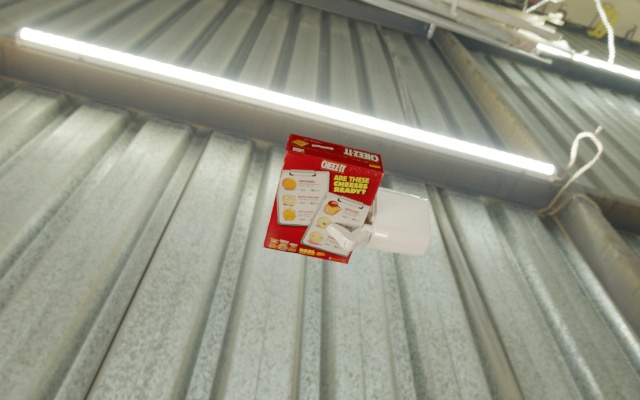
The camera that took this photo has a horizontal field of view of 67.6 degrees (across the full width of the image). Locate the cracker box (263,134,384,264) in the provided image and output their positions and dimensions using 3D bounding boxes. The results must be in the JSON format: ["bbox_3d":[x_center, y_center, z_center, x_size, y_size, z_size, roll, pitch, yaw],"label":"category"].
[{"bbox_3d":[0.000,0.003,0.845,0.164,0.214,0.072,12,35,-7],"label":"cracker box"}]
